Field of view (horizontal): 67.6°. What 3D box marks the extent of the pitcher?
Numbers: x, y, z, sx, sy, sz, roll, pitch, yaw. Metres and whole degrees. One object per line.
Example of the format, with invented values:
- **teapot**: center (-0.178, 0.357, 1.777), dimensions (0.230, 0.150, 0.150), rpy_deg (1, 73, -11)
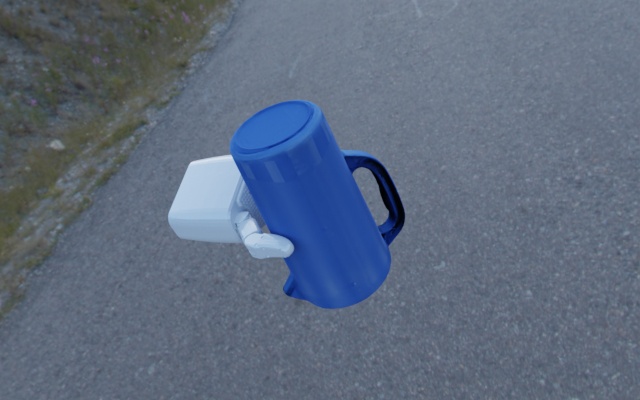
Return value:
- **pitcher**: center (0.000, 0.002, 0.576), dimensions (0.145, 0.243, 0.149), rpy_deg (0, 43, 29)
